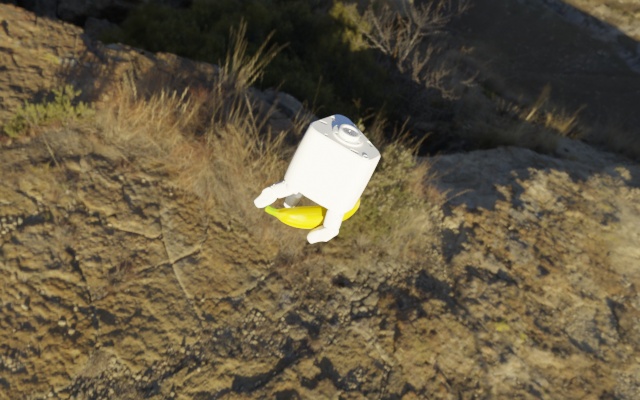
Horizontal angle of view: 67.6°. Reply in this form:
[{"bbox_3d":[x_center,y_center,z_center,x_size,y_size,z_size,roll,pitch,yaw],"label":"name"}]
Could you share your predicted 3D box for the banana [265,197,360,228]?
[{"bbox_3d":[0.007,0.016,0.826,0.198,0.037,0.069,-7,47,-36],"label":"banana"}]
